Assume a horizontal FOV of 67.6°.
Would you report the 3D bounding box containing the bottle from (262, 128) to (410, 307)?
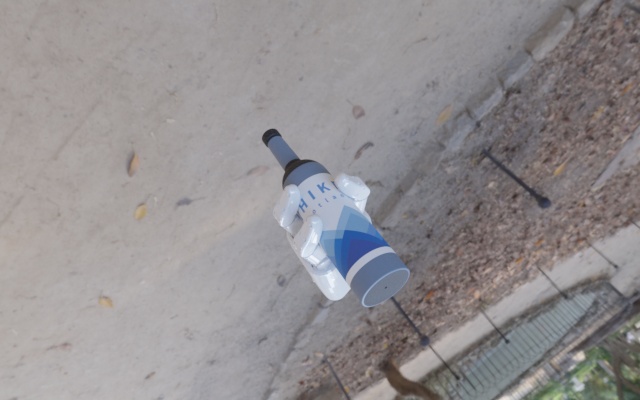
[{"bbox_3d":[0.000,0.002,0.621,0.069,0.069,0.295,0,41,-43],"label":"bottle"}]
